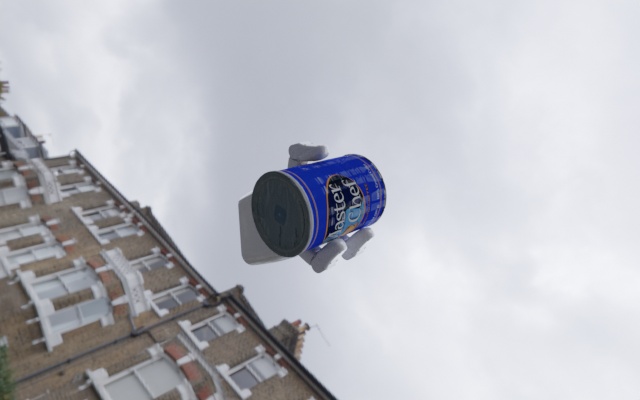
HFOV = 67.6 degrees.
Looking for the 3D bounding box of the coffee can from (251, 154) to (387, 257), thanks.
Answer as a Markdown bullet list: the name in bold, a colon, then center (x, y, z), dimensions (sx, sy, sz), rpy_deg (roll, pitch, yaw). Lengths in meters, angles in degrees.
- **coffee can**: center (0.000, 0.002, 0.597), dimensions (0.103, 0.103, 0.140), rpy_deg (0, 12, 45)
